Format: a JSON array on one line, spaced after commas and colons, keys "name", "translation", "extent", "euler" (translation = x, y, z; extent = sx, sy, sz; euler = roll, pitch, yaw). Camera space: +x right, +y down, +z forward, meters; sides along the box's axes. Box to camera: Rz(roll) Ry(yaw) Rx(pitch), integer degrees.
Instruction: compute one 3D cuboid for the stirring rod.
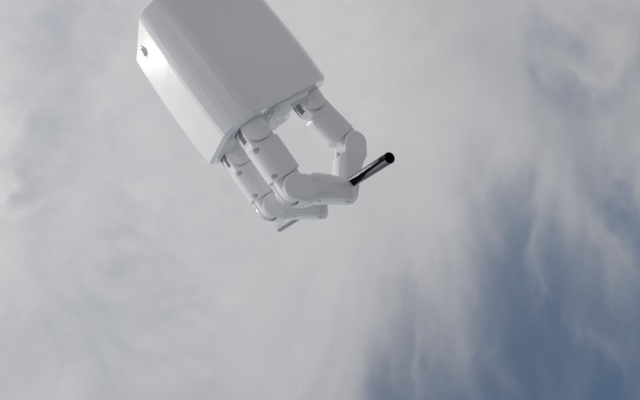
[{"name": "stirring rod", "translation": [0.000, 0.001, 0.419], "extent": [0.011, 0.011, 0.239], "euler": [0, -14, -23]}]
